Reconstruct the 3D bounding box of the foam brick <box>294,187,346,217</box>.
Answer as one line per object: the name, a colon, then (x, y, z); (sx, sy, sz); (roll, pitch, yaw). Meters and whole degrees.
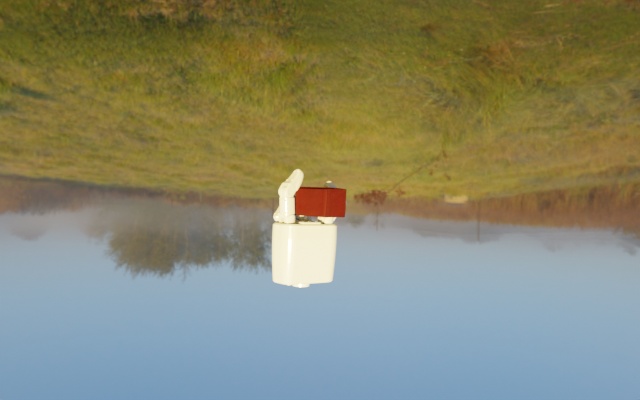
foam brick: (0.000, 0.003, 0.840); (0.078, 0.051, 0.053); (3, 0, 43)
